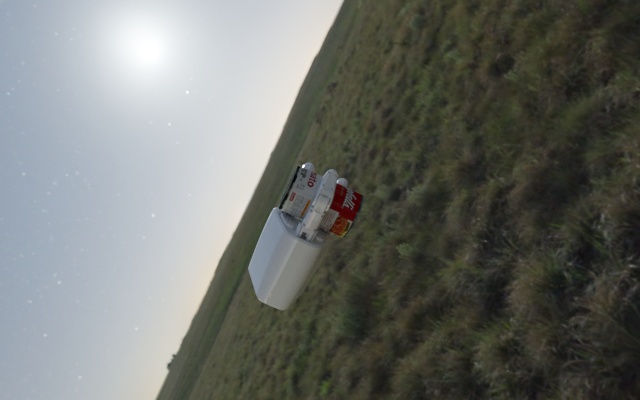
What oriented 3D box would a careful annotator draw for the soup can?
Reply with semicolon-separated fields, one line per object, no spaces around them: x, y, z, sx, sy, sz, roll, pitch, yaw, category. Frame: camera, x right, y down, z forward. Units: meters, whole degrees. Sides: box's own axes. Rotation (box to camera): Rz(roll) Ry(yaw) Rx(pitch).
0.000;0.002;0.668;0.102;0.068;0.068;25;-3;-7;soup can
